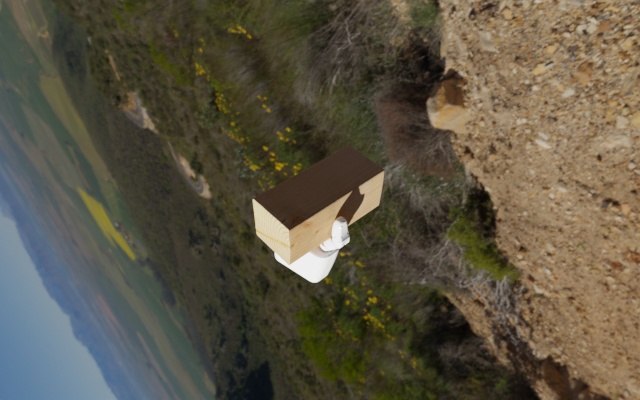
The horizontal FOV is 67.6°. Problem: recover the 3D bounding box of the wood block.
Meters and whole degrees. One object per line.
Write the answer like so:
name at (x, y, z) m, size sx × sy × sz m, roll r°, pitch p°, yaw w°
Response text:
wood block at (0.000, 0.003, 0.795) m, size 0.206 × 0.090 × 0.090 m, roll -32°, pitch 55°, yaw -29°
